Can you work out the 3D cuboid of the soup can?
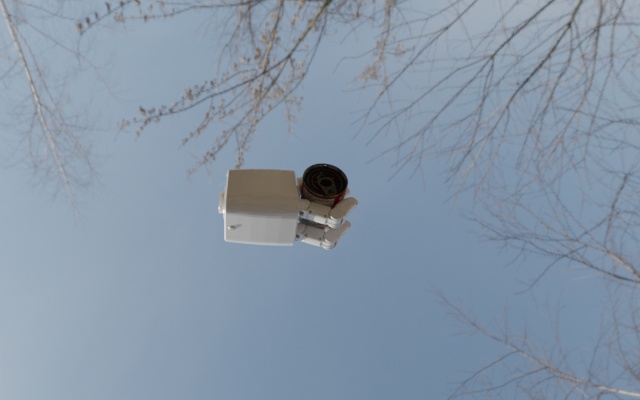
[{"bbox_3d":[0.001,0.003,0.740,0.068,0.068,0.102,0,-42,-11],"label":"soup can"}]
